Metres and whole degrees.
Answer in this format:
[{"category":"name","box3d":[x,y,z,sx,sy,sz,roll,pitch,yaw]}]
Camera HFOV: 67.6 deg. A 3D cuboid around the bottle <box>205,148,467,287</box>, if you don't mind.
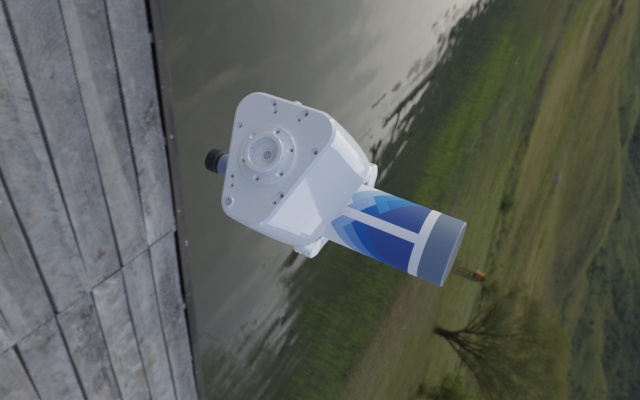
[{"category":"bottle","box3d":[0.000,0.002,0.509,0.295,0.069,0.069,22,8,21]}]
